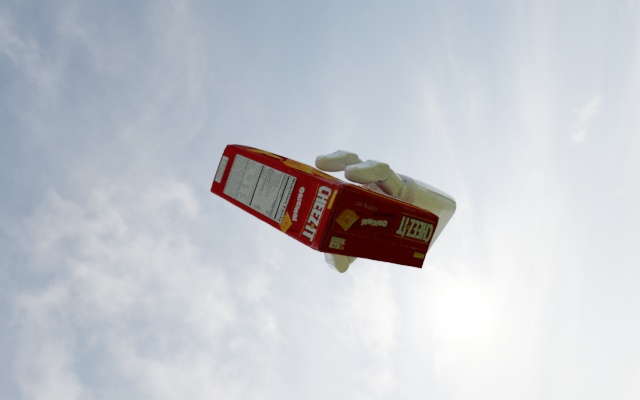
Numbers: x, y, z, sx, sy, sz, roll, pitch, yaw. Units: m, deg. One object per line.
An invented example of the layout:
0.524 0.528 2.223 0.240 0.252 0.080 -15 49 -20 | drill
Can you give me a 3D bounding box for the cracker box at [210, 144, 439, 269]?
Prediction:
0.000 0.002 0.549 0.164 0.072 0.213 15 6 -43 | cracker box
